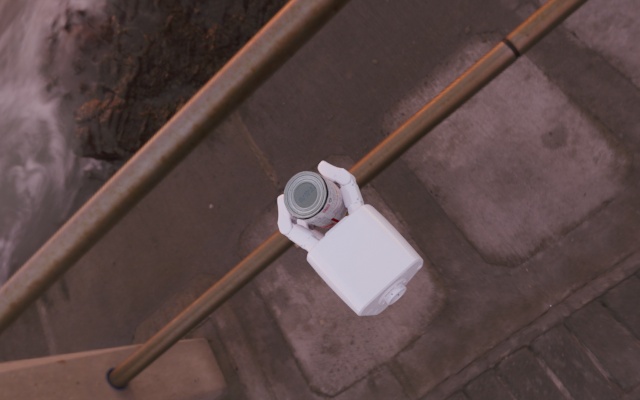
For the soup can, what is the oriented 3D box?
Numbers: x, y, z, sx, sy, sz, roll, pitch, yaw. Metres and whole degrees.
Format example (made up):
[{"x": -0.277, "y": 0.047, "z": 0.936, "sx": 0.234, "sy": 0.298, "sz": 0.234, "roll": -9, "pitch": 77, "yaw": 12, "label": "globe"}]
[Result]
[{"x": 0.000, "y": 0.002, "z": 0.678, "sx": 0.068, "sy": 0.068, "sz": 0.102, "roll": 0, "pitch": -11, "yaw": 26, "label": "soup can"}]
